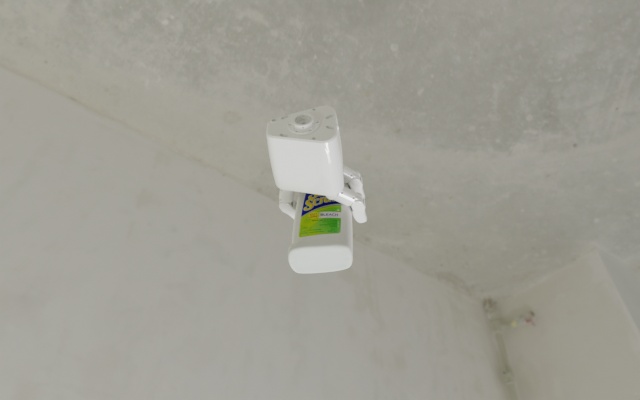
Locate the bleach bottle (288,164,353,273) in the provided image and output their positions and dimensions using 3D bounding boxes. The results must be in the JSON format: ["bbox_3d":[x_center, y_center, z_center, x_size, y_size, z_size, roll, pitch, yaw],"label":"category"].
[{"bbox_3d":[0.000,0.003,0.812,0.102,0.250,0.068,-5,-45,4],"label":"bleach bottle"}]
